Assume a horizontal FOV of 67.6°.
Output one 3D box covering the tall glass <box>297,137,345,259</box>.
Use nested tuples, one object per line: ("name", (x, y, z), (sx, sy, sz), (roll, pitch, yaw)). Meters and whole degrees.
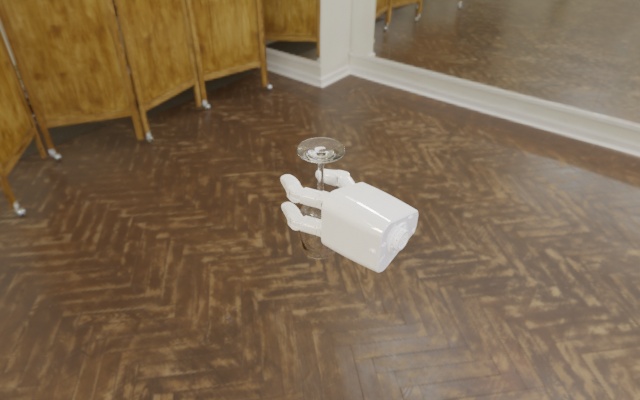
("tall glass", (0.000, 0.002, 0.784), (0.079, 0.201, 0.079), (1, 37, 0))
